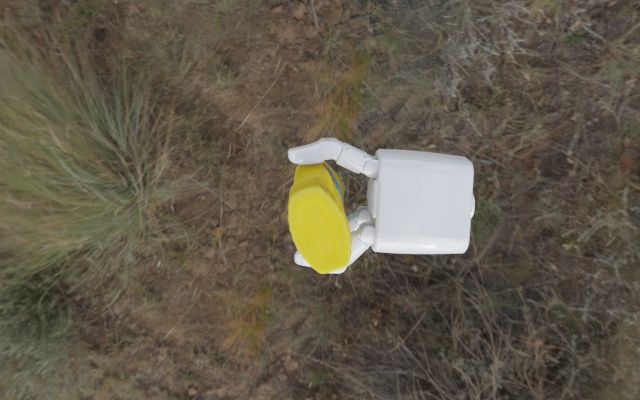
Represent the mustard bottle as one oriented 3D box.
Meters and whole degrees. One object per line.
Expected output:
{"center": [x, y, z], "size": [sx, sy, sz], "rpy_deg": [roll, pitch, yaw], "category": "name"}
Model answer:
{"center": [0.000, 0.002, 0.558], "size": [0.058, 0.096, 0.191], "rpy_deg": [-20, 17, 7], "category": "mustard bottle"}
